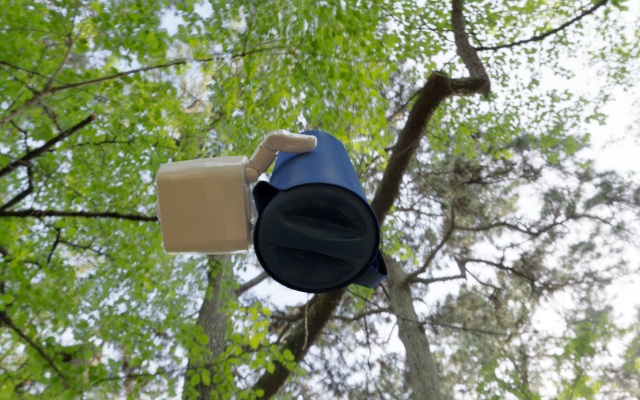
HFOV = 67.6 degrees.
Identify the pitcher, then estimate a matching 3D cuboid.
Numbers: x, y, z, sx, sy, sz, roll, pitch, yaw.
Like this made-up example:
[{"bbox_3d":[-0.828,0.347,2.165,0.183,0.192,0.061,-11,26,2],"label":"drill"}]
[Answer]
[{"bbox_3d":[0.000,0.002,0.602,0.145,0.149,0.242,-4,25,0],"label":"pitcher"}]
